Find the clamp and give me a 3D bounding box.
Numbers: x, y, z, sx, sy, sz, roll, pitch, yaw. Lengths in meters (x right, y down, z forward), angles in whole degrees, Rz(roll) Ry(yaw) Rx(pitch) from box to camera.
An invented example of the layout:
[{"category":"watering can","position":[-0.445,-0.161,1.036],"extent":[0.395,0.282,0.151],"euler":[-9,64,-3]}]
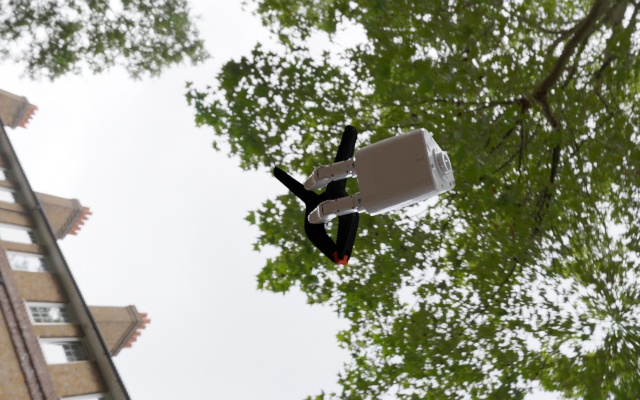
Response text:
[{"category":"clamp","position":[0.001,0.003,0.749],"extent":[0.164,0.210,0.036],"euler":[-20,-22,31]}]
